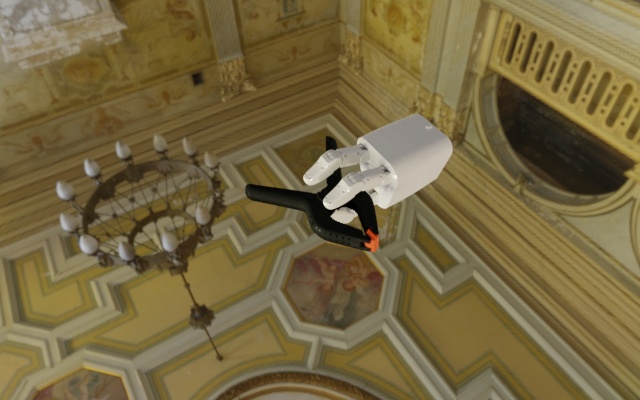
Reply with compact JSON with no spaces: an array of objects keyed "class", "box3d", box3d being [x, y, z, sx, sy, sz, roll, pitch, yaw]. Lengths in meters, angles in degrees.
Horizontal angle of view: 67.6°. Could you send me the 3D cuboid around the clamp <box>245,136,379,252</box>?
[{"class":"clamp","box3d":[0.001,0.003,0.675,0.164,0.210,0.036,-29,-37,-14]}]
